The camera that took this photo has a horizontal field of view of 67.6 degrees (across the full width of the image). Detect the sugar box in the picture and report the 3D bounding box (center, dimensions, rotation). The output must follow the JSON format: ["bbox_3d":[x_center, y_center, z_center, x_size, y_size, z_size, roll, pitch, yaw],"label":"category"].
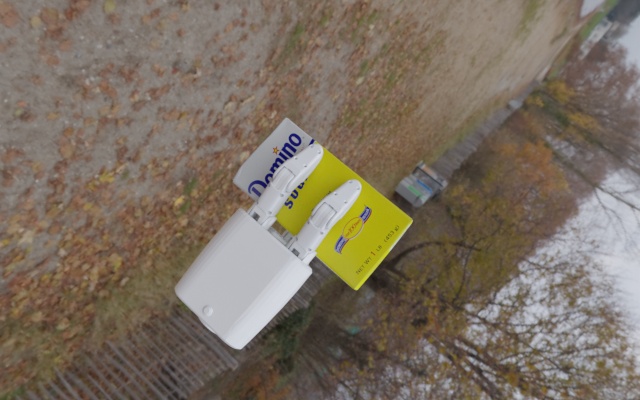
[{"bbox_3d":[0.000,0.002,0.505,0.176,0.093,0.048,40,-4,12],"label":"sugar box"}]
